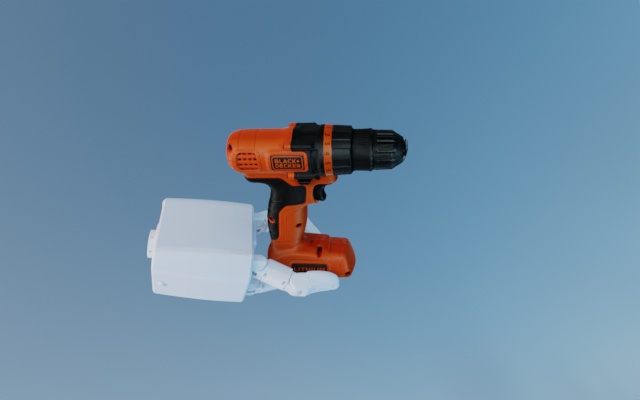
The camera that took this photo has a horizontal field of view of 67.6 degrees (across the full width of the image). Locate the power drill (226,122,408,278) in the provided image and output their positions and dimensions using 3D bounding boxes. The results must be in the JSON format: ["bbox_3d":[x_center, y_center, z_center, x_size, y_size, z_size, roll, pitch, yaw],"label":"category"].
[{"bbox_3d":[0.000,0.002,0.529,0.184,0.188,0.057,1,36,8],"label":"power drill"}]
